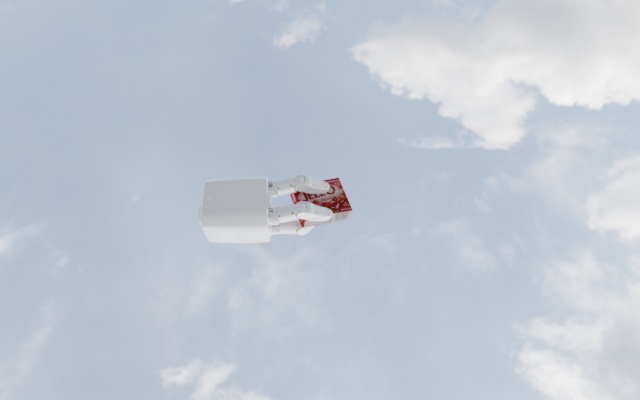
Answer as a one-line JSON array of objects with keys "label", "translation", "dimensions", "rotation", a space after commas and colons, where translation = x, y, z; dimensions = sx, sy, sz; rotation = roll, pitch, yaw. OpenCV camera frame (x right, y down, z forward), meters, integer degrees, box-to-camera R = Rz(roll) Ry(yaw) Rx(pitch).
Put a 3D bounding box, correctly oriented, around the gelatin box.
[{"label": "gelatin box", "translation": [0.000, 0.003, 0.808], "dimensions": [0.089, 0.073, 0.030], "rotation": [-10, -36, -17]}]
